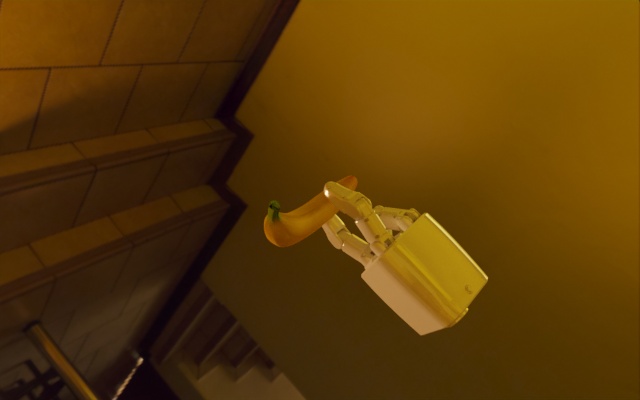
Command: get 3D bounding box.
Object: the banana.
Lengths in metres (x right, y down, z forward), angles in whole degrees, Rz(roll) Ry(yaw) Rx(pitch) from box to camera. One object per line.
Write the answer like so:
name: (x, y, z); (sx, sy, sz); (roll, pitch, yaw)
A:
banana: (-0.012, 0.015, 0.569); (0.070, 0.037, 0.197); (-49, -12, 28)
